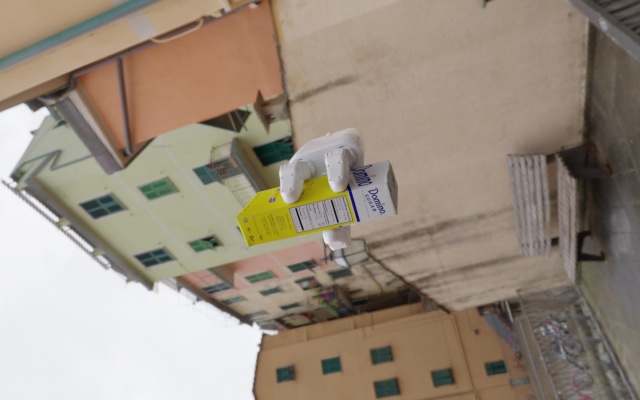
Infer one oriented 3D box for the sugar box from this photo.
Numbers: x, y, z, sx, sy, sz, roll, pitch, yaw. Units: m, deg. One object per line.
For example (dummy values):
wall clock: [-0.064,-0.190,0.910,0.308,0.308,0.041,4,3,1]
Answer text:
sugar box: [0.000,0.001,0.557,0.176,0.048,0.093,-16,17,14]
